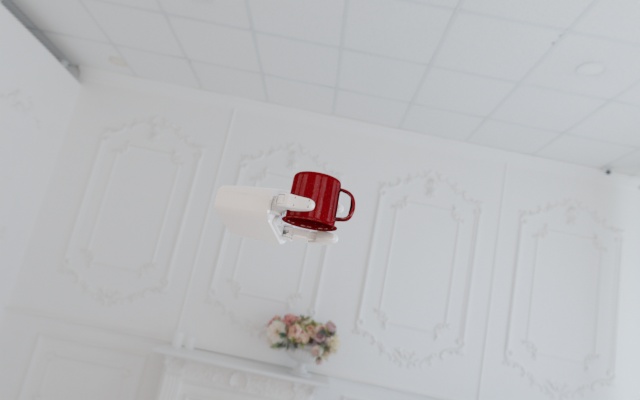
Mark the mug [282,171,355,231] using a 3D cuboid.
[{"bbox_3d":[0.002,0.003,0.790,0.117,0.081,0.093,7,-14,16],"label":"mug"}]
